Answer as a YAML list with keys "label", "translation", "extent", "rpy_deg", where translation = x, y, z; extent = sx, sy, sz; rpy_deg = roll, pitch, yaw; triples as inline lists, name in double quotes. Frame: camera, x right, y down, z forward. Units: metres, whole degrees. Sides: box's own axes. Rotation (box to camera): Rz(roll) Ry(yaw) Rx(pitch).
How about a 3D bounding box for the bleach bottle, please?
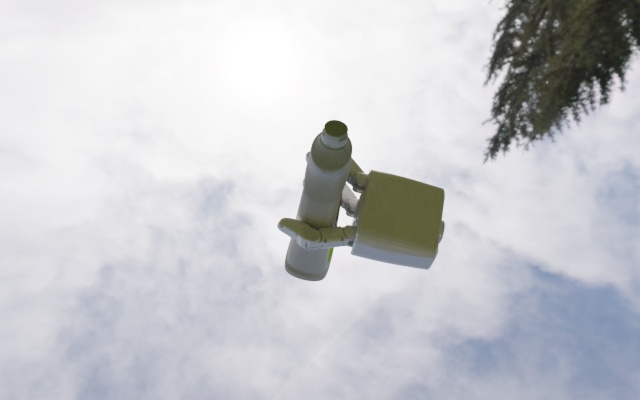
- label: "bleach bottle"
  translation: [0.000, 0.002, 0.635]
  extent: [0.068, 0.102, 0.251]
  rpy_deg: [14, -39, 2]
